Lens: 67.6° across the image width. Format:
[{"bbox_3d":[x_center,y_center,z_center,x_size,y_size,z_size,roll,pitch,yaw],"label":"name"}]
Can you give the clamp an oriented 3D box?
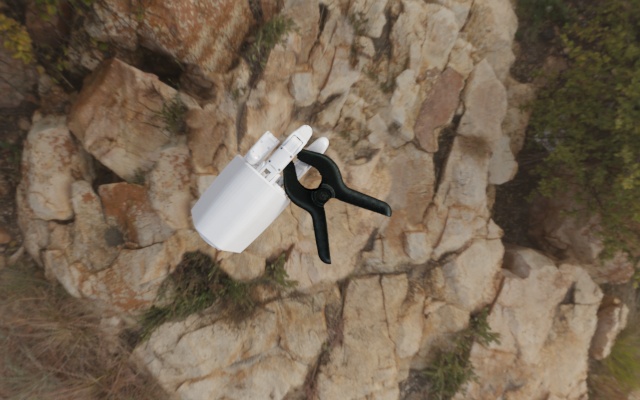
[{"bbox_3d":[0.000,0.002,0.651,0.171,0.120,0.039,42,-1,-6],"label":"clamp"}]
